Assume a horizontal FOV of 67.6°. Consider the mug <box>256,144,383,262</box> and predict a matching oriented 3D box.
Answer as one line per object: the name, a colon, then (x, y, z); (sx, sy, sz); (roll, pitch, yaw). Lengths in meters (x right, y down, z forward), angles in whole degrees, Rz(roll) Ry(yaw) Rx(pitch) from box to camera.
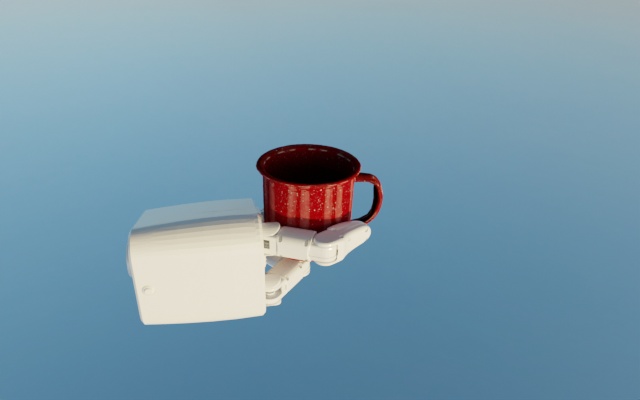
mug: (0.001, 0.002, 0.445); (0.117, 0.081, 0.093); (-3, 29, -10)
